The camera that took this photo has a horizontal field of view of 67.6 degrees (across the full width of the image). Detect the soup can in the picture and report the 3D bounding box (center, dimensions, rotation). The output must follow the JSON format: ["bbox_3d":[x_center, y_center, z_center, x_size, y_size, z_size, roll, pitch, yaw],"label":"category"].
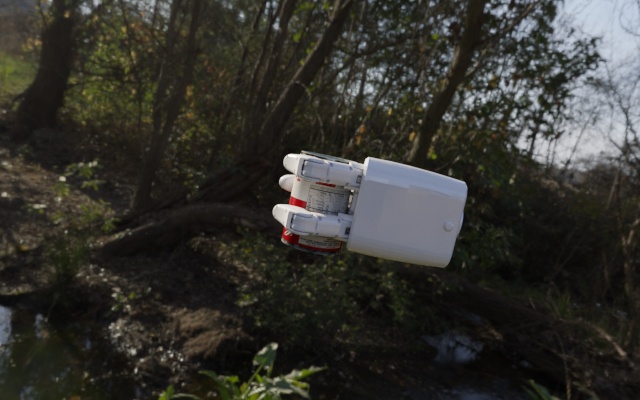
[{"bbox_3d":[0.000,0.001,0.529,0.068,0.102,0.068,12,8,-2],"label":"soup can"}]
